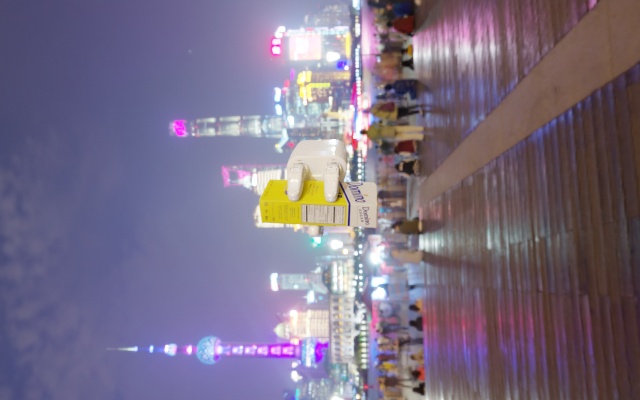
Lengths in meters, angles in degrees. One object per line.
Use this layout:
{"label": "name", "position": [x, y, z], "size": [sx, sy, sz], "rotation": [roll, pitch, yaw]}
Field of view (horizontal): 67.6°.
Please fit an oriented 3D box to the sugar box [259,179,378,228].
{"label": "sugar box", "position": [0.000, 0.002, 0.742], "size": [0.176, 0.048, 0.093], "rotation": [-1, 24, 4]}
